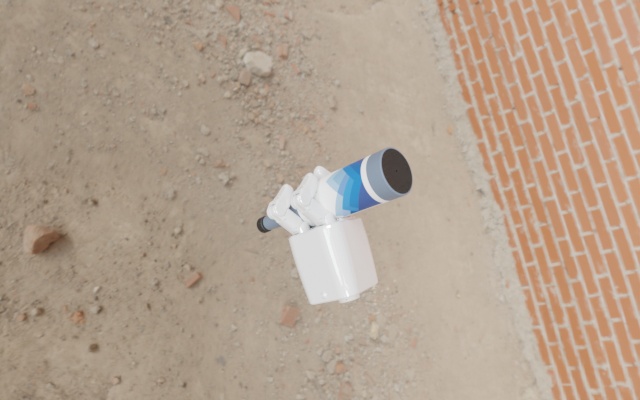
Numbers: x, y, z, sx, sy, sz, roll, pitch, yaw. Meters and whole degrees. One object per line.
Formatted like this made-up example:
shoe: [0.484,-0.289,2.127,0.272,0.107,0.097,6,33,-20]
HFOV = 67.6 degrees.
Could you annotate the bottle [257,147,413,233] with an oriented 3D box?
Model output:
bottle: [0.000,0.002,0.717,0.069,0.069,0.296,0,-16,-44]
